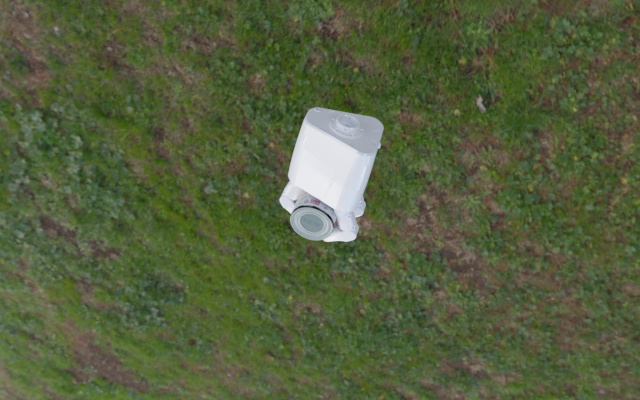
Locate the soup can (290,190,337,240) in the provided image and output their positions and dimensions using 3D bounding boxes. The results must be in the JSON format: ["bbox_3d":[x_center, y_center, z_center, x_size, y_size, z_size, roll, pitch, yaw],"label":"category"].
[{"bbox_3d":[0.000,0.003,0.725,0.068,0.069,0.102,0,40,19],"label":"soup can"}]
